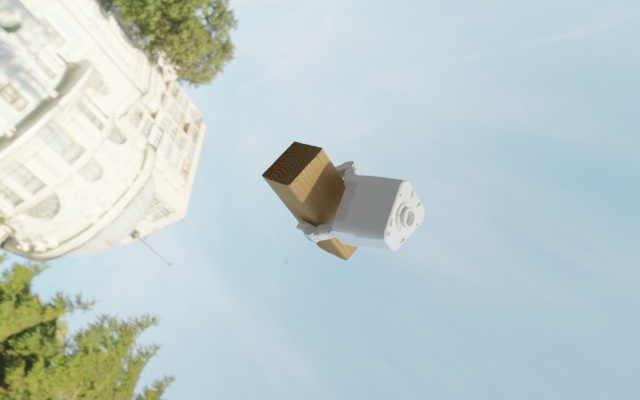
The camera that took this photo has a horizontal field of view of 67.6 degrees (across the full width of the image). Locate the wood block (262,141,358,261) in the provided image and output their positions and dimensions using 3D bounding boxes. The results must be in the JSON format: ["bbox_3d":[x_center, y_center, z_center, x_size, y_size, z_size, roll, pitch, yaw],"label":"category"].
[{"bbox_3d":[0.000,0.003,0.861,0.090,0.091,0.206,21,-27,50],"label":"wood block"}]
